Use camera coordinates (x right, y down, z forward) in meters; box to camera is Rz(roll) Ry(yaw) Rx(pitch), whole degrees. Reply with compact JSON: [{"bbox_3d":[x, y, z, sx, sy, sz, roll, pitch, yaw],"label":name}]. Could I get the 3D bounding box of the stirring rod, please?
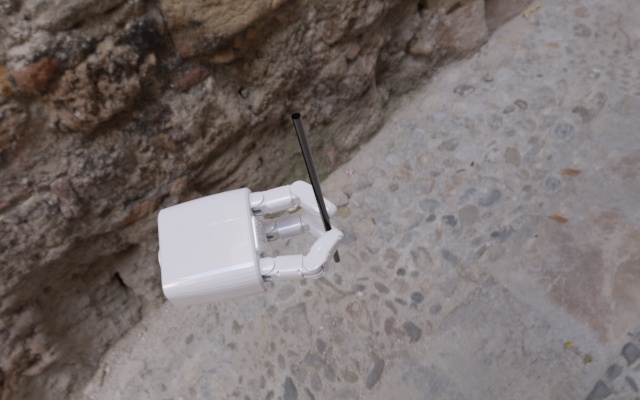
[{"bbox_3d":[0.000,0.002,0.486,0.011,0.011,0.240,0,-36,12],"label":"stirring rod"}]
